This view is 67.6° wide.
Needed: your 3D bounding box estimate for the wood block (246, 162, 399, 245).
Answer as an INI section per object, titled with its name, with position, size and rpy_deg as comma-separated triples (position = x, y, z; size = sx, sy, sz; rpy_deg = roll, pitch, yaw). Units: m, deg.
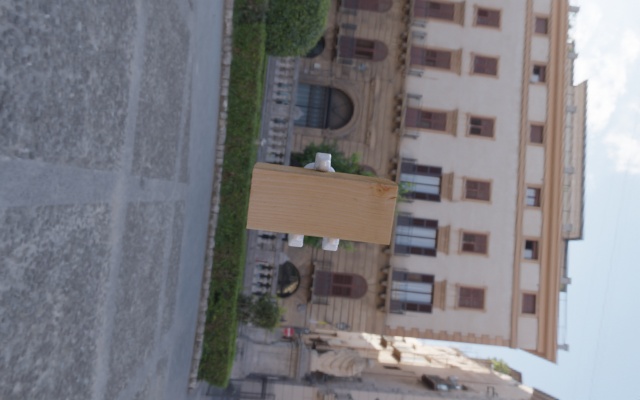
[wood block]
position = 0.000, 0.002, 0.712
size = 0.206, 0.091, 0.090
rpy_deg = 7, 8, -5
